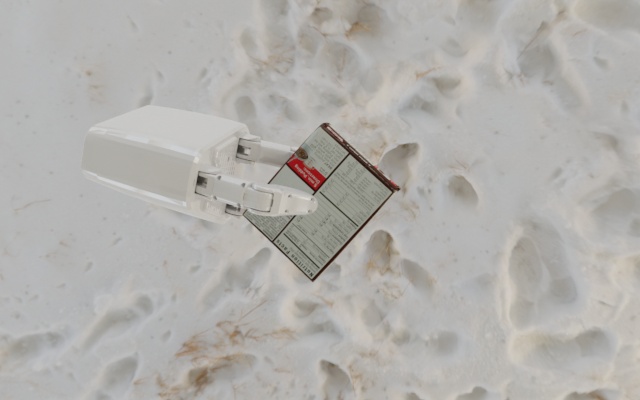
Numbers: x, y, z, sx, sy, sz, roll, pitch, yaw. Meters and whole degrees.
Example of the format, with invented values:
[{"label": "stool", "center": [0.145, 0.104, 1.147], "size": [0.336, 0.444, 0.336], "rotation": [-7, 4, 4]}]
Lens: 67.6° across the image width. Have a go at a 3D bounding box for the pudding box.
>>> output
[{"label": "pudding box", "center": [0.000, 0.001, 0.423], "size": [0.090, 0.113, 0.039], "rotation": [43, 15, 5]}]
